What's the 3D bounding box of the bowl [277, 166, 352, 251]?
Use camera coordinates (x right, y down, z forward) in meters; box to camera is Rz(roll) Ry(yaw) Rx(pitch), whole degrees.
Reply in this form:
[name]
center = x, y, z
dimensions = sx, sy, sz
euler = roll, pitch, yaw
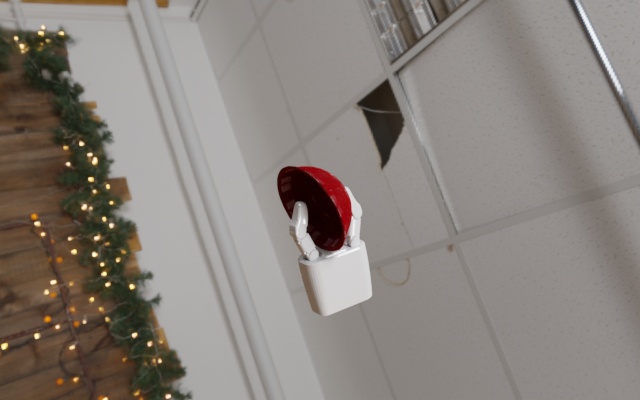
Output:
[bowl]
center = 0.000, 0.001, 0.788
dimensions = 0.055, 0.162, 0.162
euler = -35, 19, -29
